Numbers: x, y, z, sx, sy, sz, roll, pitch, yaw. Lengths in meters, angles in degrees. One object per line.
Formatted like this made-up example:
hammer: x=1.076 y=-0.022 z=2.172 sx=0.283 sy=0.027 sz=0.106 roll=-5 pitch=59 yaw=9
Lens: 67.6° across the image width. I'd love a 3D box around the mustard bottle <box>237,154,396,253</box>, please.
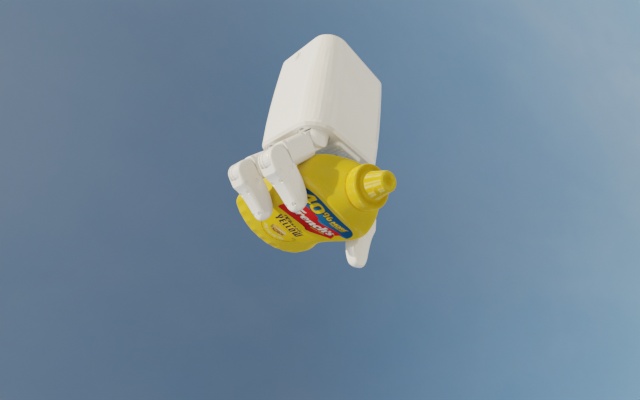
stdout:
mustard bottle: x=0.000 y=0.002 z=0.468 sx=0.096 sy=0.058 sz=0.191 roll=46 pitch=-35 yaw=-20
